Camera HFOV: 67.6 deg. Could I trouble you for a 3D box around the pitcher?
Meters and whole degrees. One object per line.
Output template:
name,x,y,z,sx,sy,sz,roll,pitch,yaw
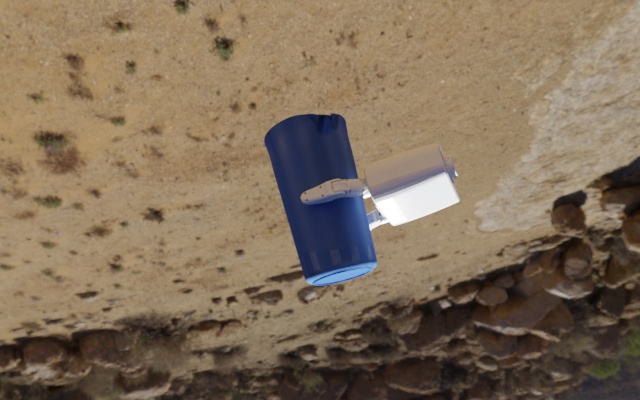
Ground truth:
pitcher,0.000,0.002,0.730,0.145,0.242,0.149,-20,-19,17
